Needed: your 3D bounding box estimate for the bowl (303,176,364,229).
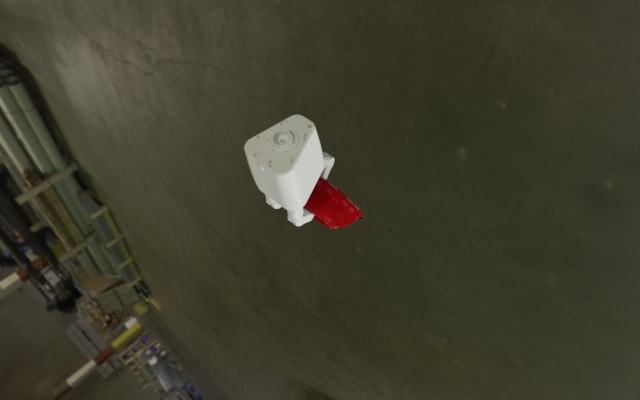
[{"bbox_3d":[0.000,0.004,0.883,0.162,0.055,0.162,38,-6,5],"label":"bowl"}]
